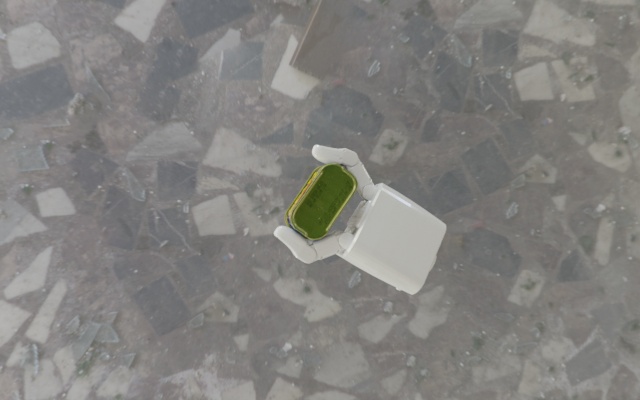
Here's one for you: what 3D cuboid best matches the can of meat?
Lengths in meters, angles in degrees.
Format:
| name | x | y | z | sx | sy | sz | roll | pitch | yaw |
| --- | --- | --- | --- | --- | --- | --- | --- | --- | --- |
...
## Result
| name | x | y | z | sx | sy | sz | roll | pitch | yaw |
| --- | --- | --- | --- | --- | --- | --- | --- | --- | --- |
| can of meat | 0.000 | 0.002 | 0.616 | 0.057 | 0.102 | 0.084 | 35 | -5 | -5 |
